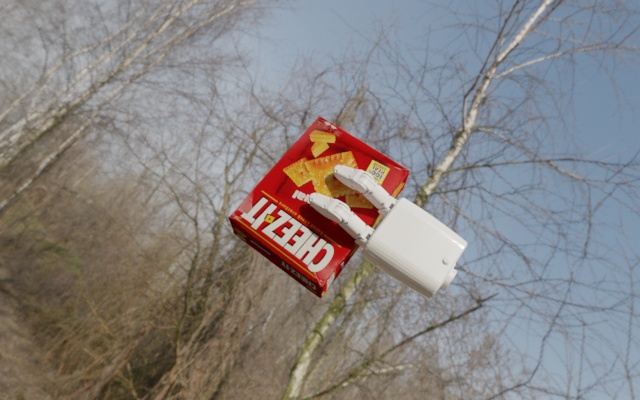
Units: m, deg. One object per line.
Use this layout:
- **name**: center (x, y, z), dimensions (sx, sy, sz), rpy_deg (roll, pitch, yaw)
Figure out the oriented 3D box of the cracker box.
- **cracker box**: center (0.000, 0.002, 0.688), dimensions (0.164, 0.213, 0.072), rpy_deg (35, -20, 14)
